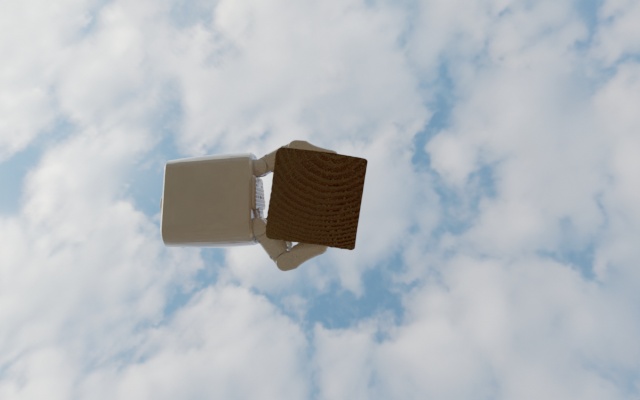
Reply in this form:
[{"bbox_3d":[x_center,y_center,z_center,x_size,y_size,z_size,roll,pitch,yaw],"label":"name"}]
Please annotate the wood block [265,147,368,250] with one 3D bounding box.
[{"bbox_3d":[0.000,0.001,0.555,0.090,0.091,0.206,8,-2,2],"label":"wood block"}]
